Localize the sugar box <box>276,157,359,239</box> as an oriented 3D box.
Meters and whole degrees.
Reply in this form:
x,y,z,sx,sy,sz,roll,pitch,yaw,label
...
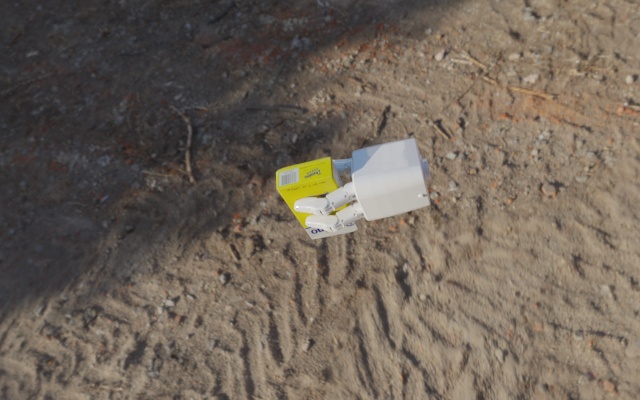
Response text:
x,y,z,sx,sy,sz,roll,pitch,yaw,label
0.000,0.003,0.804,0.093,0.048,0.176,-12,-37,14,sugar box
